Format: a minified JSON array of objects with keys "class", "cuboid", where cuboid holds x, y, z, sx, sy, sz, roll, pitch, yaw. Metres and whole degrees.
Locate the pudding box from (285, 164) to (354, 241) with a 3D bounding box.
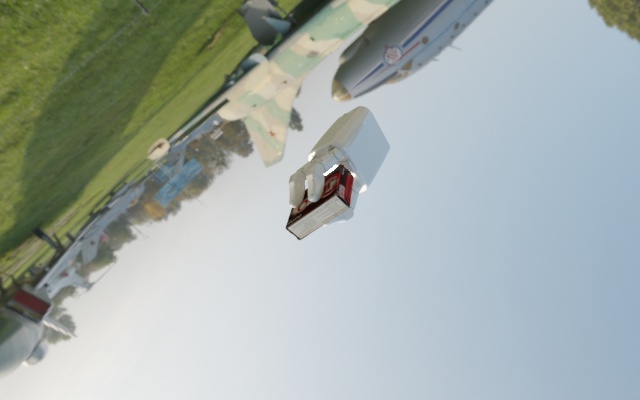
[{"class":"pudding box","cuboid":[0.000,0.003,0.775,0.113,0.039,0.090,-37,21,29]}]
